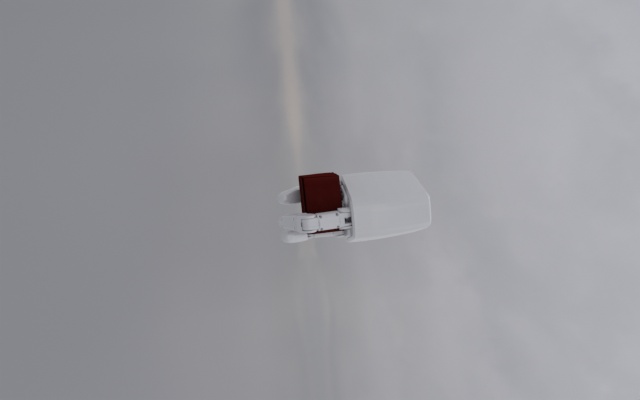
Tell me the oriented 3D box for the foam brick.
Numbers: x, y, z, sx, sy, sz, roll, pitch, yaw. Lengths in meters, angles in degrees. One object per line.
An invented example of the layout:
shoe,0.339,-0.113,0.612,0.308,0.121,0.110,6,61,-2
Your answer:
foam brick,0.000,0.002,0.655,0.051,0.078,0.053,-7,9,-6
